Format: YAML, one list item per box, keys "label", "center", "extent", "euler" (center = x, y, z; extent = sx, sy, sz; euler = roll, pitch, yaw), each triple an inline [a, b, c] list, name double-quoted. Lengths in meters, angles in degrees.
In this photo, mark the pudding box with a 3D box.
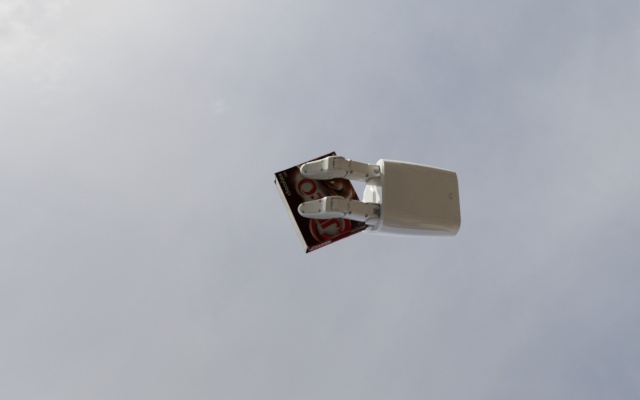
- label: "pudding box"
  center: [0.000, 0.002, 0.633]
  extent: [0.090, 0.113, 0.039]
  euler: [-21, -18, -16]
